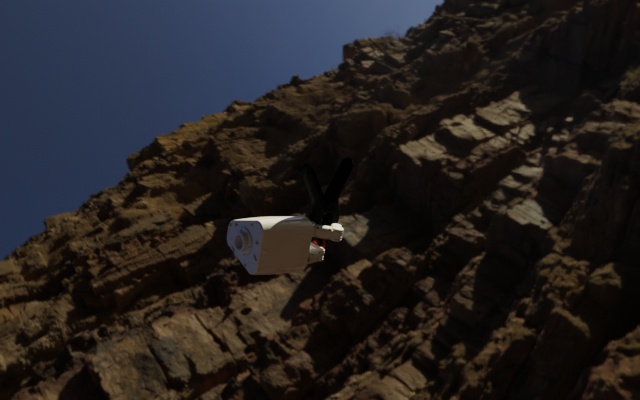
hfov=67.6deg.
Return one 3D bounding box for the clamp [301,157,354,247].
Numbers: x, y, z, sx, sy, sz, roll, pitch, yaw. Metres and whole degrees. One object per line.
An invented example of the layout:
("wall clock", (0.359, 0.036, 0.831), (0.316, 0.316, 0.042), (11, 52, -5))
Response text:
("clamp", (0.000, 0.003, 0.859), (0.120, 0.171, 0.039), (1, 16, -42))
